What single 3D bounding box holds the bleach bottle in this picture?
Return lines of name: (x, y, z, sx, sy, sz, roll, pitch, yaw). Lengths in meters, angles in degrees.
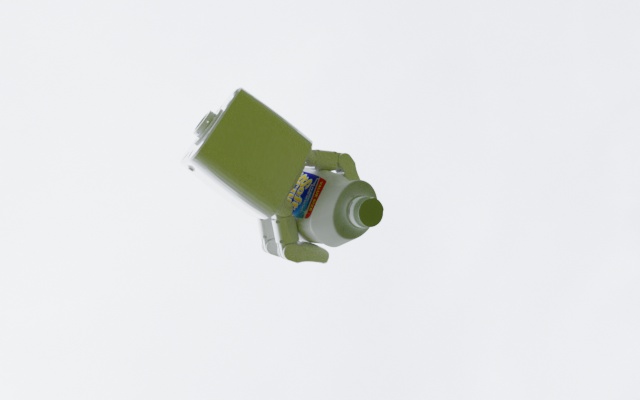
bleach bottle: (0.000, 0.002, 0.571, 0.068, 0.102, 0.251, 39, -15, -21)
